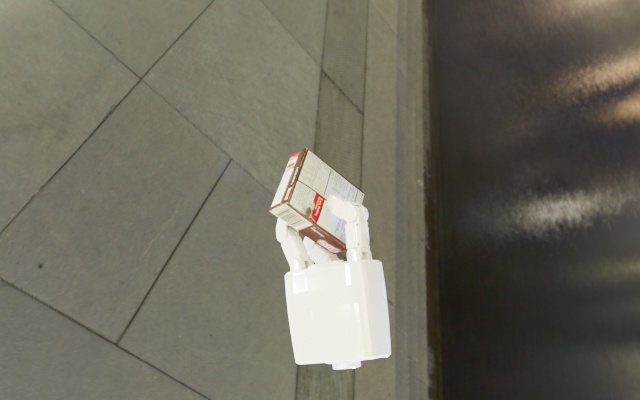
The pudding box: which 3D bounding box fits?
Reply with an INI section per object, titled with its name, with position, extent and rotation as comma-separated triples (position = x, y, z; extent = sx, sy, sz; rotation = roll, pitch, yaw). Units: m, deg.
[pudding box]
position = 0.000, 0.002, 0.607
extent = 0.113, 0.090, 0.039
rotation = 38, -38, -28
